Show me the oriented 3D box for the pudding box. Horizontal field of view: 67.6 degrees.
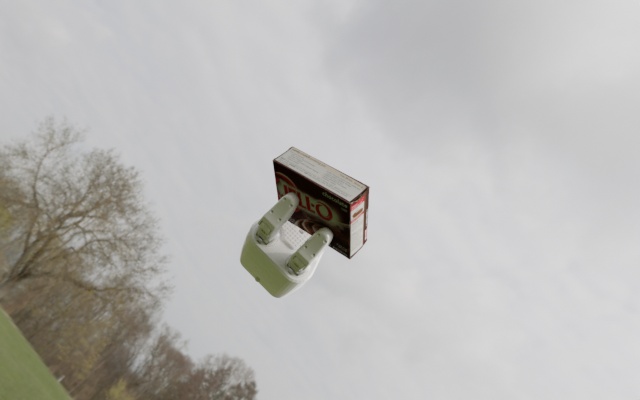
[{"bbox_3d":[0.000,0.002,0.537,0.113,0.090,0.039,28,53,28],"label":"pudding box"}]
